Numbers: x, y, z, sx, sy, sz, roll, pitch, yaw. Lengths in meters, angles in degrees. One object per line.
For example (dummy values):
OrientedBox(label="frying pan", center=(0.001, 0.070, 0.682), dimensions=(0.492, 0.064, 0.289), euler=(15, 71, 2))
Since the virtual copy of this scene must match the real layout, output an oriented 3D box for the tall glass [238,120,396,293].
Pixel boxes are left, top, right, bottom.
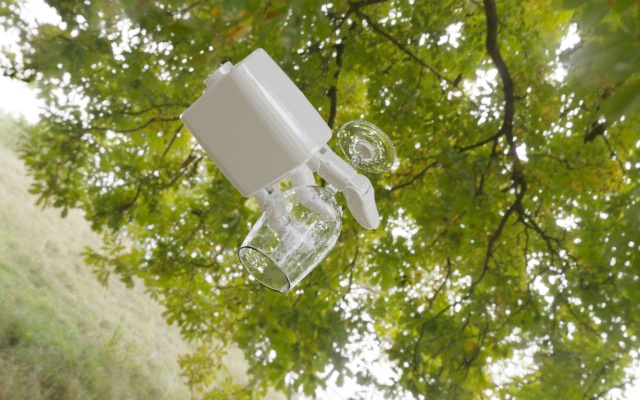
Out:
OrientedBox(label="tall glass", center=(0.001, 0.001, 0.499), dimensions=(0.079, 0.079, 0.201), euler=(0, 40, 44))
